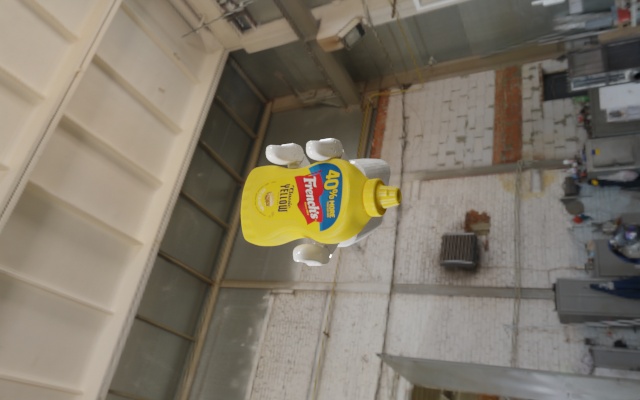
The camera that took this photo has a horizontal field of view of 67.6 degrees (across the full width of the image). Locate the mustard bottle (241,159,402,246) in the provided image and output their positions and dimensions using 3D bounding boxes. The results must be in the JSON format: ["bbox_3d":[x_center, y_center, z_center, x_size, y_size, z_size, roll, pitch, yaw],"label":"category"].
[{"bbox_3d":[0.000,0.002,0.550,0.191,0.096,0.058,-4,-19,29],"label":"mustard bottle"}]
